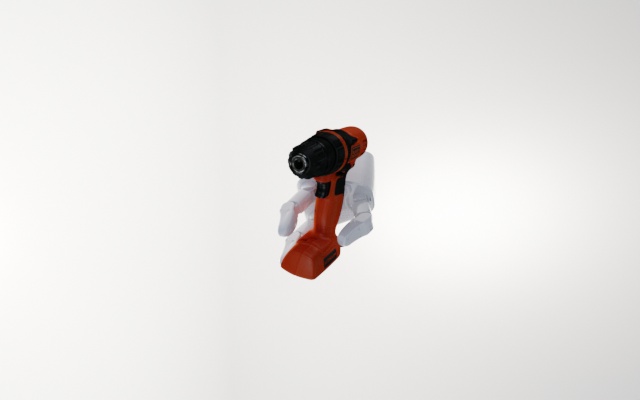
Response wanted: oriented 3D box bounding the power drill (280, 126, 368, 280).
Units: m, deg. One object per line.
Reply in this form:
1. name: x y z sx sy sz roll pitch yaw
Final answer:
1. power drill: 0.000 0.002 0.604 0.057 0.188 0.184 21 22 19
